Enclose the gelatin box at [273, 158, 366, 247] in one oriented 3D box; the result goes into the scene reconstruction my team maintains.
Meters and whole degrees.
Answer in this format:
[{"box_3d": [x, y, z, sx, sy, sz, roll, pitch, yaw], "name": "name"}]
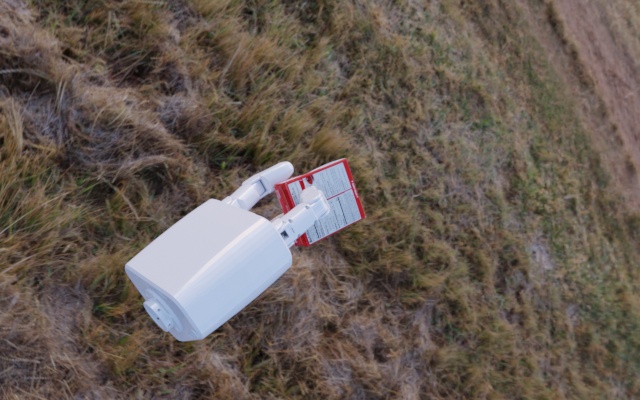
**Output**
[{"box_3d": [0.001, 0.002, 0.532, 0.089, 0.073, 0.030, -24, 9, -31], "name": "gelatin box"}]
